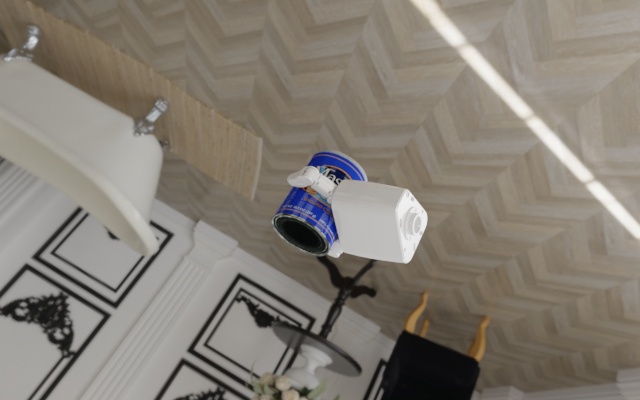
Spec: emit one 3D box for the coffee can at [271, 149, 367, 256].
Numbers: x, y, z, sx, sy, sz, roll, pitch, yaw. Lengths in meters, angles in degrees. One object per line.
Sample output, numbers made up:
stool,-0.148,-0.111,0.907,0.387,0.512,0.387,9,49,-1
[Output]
coffee can,0.000,0.002,0.765,0.103,0.140,0.103,23,-30,14
